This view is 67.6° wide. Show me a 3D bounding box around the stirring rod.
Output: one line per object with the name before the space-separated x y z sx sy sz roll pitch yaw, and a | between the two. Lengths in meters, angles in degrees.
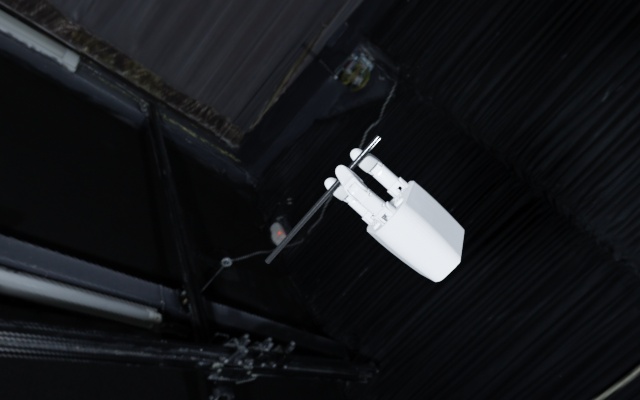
stirring rod | 0.000 0.002 0.662 0.011 0.239 0.011 39 15 -12
